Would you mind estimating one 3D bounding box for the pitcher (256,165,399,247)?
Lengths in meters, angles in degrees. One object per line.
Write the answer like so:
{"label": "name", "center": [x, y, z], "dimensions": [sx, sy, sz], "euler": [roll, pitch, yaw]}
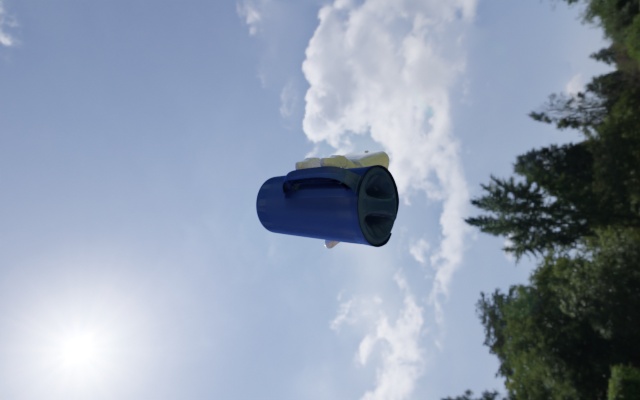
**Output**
{"label": "pitcher", "center": [0.000, 0.003, 0.833], "dimensions": [0.243, 0.149, 0.145], "euler": [0, 17, 37]}
